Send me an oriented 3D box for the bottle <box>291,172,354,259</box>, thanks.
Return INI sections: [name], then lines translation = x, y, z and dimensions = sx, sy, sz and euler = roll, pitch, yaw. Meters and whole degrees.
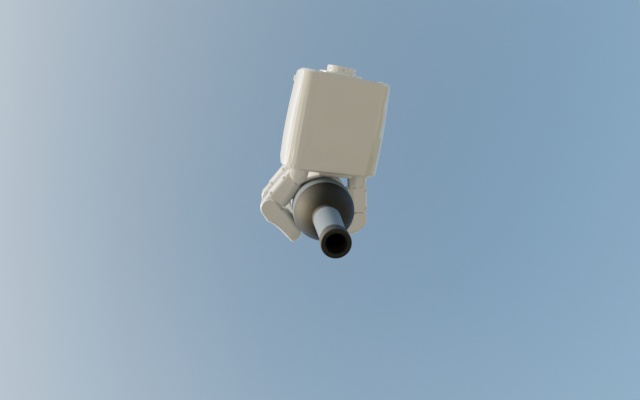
[bottle]
translation = 0.000, 0.002, 0.550
dimensions = 0.069, 0.069, 0.295
euler = 0, 14, -5
